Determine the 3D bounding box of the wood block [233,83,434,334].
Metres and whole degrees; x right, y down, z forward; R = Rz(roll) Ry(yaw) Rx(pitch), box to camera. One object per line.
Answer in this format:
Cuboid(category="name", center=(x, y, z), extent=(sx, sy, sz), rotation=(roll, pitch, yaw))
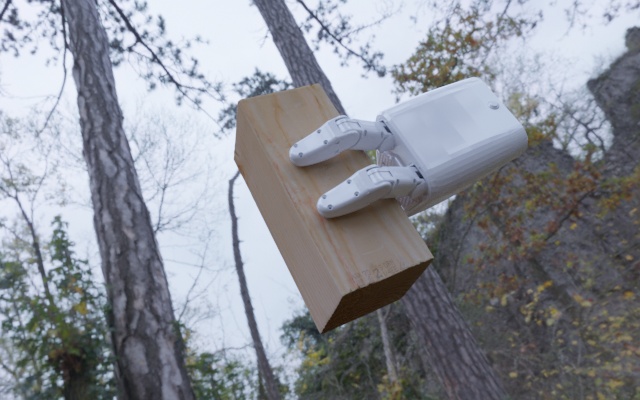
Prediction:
Cuboid(category="wood block", center=(0.000, 0.001, 0.443), extent=(0.090, 0.206, 0.091), rotation=(-18, -28, -23))
